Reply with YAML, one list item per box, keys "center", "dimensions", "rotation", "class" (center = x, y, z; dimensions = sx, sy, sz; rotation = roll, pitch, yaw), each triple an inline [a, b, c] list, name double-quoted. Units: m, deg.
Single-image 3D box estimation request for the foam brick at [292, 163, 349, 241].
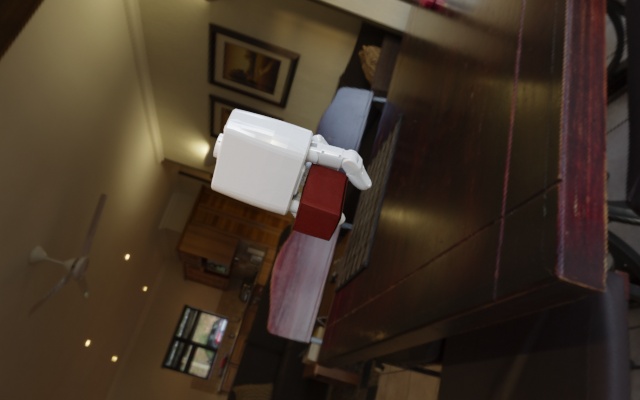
- center: [0.000, 0.002, 0.606]
  dimensions: [0.051, 0.078, 0.053]
  rotation: [17, -45, -5]
  class: "foam brick"
